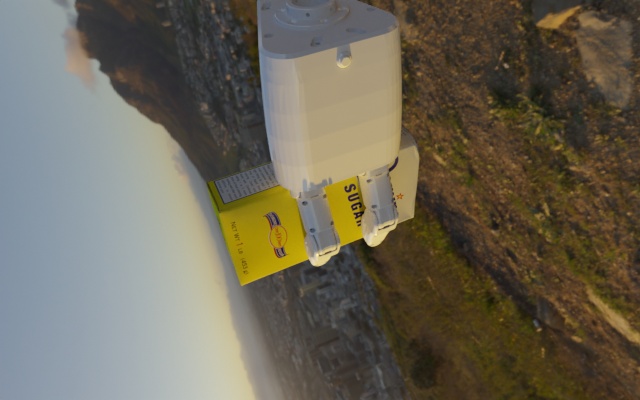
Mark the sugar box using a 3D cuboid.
[{"bbox_3d":[0.000,0.002,0.416,0.176,0.093,0.048,-19,44,-13],"label":"sugar box"}]
